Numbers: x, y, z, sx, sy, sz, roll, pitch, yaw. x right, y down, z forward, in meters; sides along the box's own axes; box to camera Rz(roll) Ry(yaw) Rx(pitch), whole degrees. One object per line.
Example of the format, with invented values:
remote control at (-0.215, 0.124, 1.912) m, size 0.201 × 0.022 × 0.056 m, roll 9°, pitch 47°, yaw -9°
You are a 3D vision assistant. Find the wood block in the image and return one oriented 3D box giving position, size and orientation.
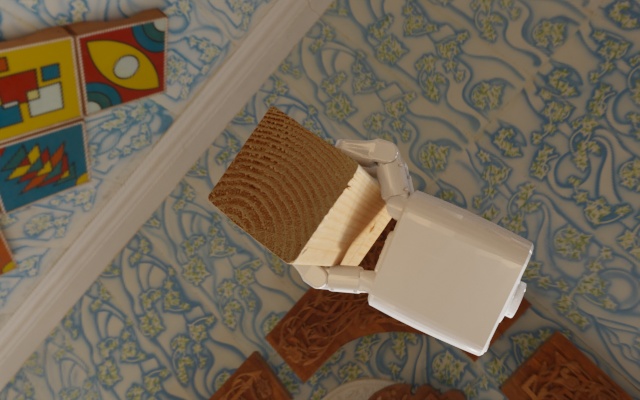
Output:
wood block at (0.000, 0.002, 0.448) m, size 0.090 × 0.091 × 0.206 m, roll 36°, pitch 3°, yaw 19°
